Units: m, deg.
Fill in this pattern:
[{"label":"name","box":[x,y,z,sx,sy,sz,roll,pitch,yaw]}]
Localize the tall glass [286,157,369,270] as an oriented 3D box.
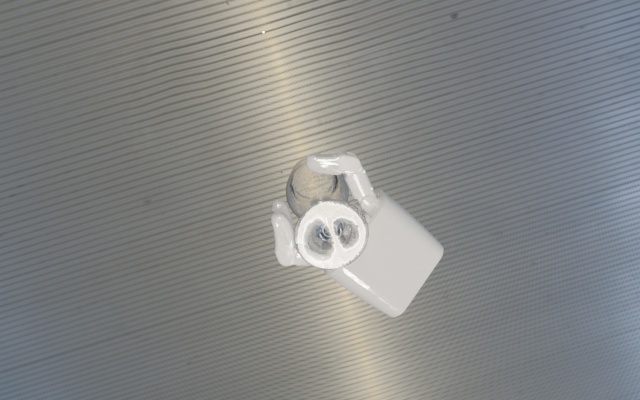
[{"label":"tall glass","box":[0.000,0.002,0.557,0.079,0.079,0.201,0,19,-7]}]
